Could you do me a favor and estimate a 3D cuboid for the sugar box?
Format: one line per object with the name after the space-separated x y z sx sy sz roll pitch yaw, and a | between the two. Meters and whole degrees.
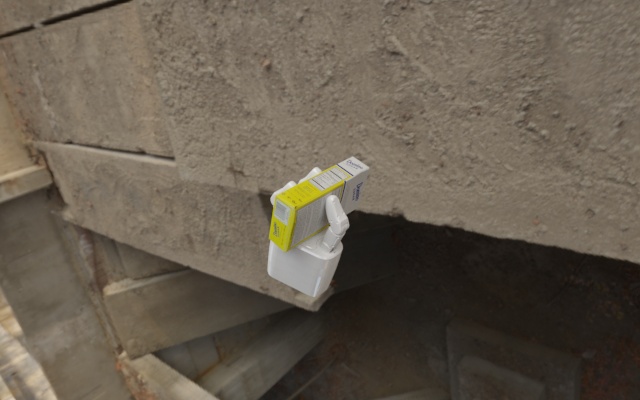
0.000 0.002 0.758 0.048 0.093 0.176 36 44 24 | sugar box
